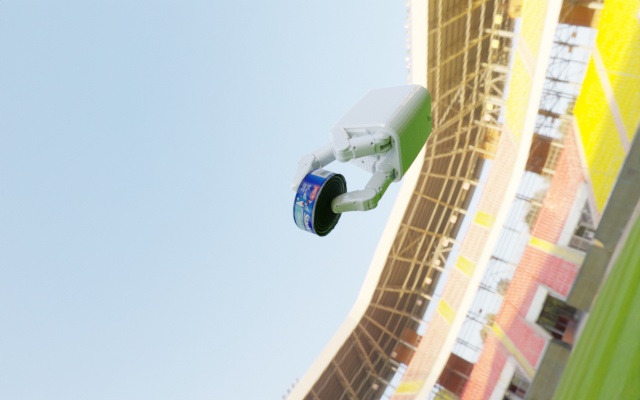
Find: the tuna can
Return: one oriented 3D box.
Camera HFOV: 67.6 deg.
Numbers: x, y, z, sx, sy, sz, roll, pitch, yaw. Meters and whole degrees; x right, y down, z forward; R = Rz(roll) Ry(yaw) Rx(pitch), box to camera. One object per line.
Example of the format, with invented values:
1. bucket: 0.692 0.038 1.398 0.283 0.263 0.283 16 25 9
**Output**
1. tuna can: 0.000 0.002 0.622 0.033 0.086 0.086 18 8 26
